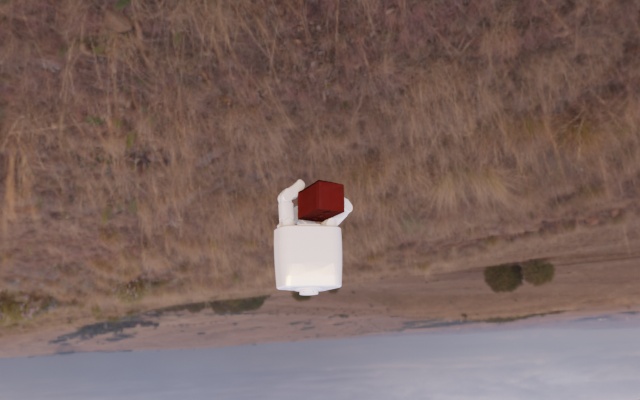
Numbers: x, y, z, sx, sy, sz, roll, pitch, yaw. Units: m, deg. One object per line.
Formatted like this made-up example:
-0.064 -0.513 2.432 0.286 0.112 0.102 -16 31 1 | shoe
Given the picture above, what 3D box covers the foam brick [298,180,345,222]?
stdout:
0.000 0.003 0.829 0.053 0.051 0.078 8 -19 -28 | foam brick
